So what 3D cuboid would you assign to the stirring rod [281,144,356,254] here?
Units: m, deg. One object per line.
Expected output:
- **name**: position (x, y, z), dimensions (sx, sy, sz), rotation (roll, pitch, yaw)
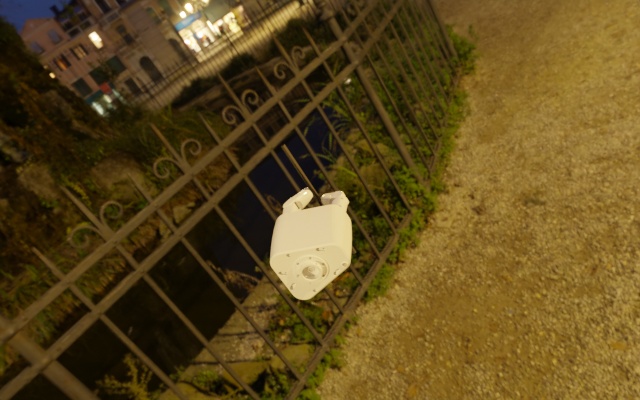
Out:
- **stirring rod**: position (0.000, 0.003, 0.818), dimensions (0.011, 0.240, 0.011), rotation (-28, 24, 14)
